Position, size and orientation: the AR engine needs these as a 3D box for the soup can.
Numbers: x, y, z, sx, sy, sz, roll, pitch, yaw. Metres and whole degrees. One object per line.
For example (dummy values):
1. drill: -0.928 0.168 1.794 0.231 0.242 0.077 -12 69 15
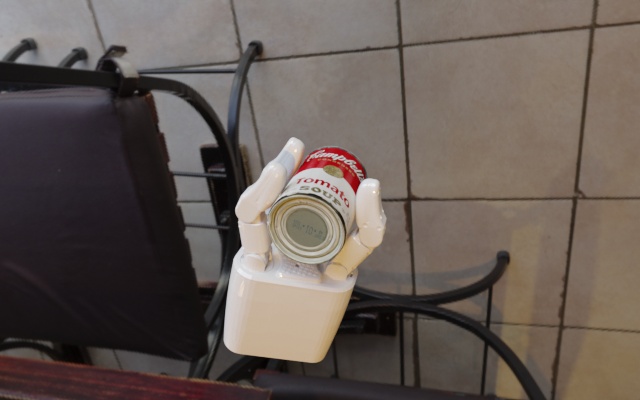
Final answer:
1. soup can: 0.000 0.001 0.423 0.068 0.068 0.102 0 27 16
